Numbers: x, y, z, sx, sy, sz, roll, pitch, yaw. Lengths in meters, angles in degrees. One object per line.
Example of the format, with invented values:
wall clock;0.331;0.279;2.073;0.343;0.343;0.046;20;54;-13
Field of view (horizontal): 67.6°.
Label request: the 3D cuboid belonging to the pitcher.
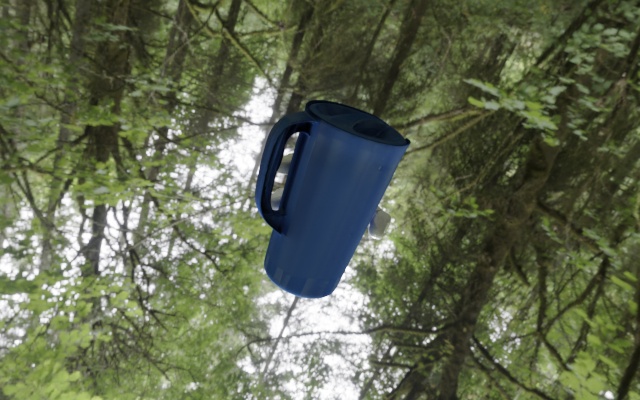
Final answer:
pitcher;0.000;0.002;0.612;0.149;0.243;0.145;24;23;7
